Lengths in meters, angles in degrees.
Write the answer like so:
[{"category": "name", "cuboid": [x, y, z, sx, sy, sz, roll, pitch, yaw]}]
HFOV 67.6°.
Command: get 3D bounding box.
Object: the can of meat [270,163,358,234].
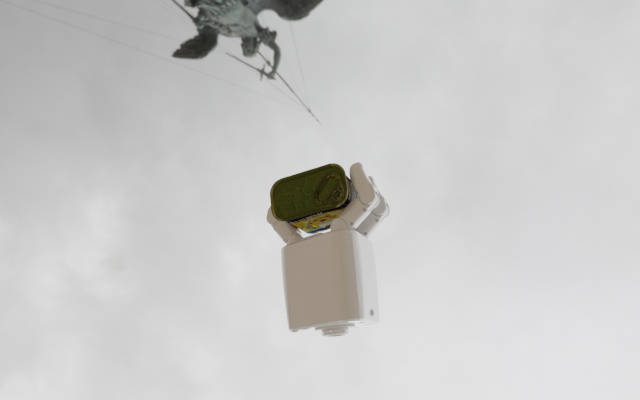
[{"category": "can of meat", "cuboid": [0.000, 0.002, 0.614, 0.102, 0.057, 0.084, -16, -23, 18]}]
